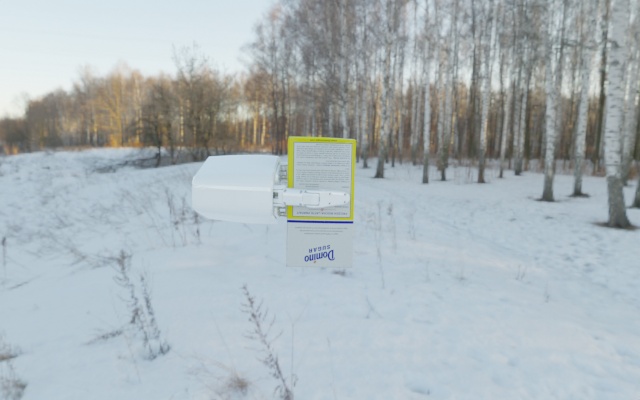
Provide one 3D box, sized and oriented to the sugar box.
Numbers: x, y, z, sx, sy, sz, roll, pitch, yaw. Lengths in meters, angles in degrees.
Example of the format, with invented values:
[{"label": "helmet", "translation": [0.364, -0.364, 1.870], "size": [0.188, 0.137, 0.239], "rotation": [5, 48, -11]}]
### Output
[{"label": "sugar box", "translation": [0.000, 0.002, 0.657], "size": [0.093, 0.176, 0.048], "rotation": [2, 8, -2]}]
